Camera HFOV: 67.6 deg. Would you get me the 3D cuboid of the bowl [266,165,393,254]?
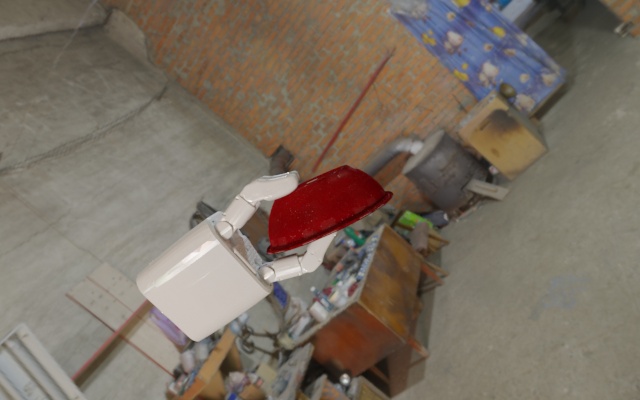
[{"bbox_3d":[0.001,0.001,0.554,0.162,0.055,0.162,-24,5,2],"label":"bowl"}]
